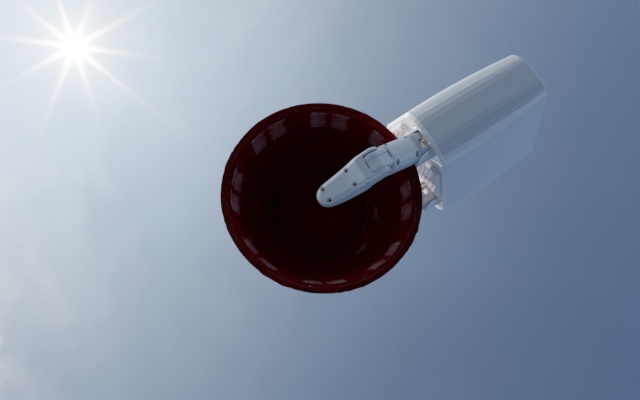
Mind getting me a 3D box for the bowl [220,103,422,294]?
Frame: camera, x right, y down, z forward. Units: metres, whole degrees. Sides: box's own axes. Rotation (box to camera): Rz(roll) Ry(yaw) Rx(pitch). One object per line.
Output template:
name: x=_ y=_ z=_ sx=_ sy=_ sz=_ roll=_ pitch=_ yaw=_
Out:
bowl: x=-0.001 y=0.002 z=0.404 sx=0.162 sy=0.162 sz=0.055 roll=0 pitch=-19 yaw=-5
